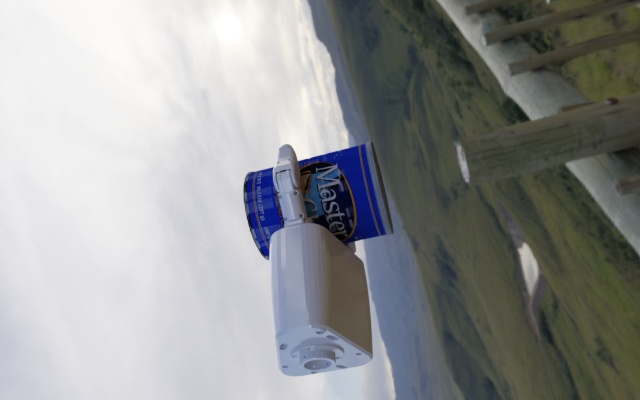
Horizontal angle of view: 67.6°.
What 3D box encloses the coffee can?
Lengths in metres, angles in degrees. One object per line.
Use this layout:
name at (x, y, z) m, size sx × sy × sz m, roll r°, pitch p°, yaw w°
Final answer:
coffee can at (0.000, 0.001, 0.524) m, size 0.140 × 0.103 × 0.103 m, roll -13°, pitch -2°, yaw 10°
